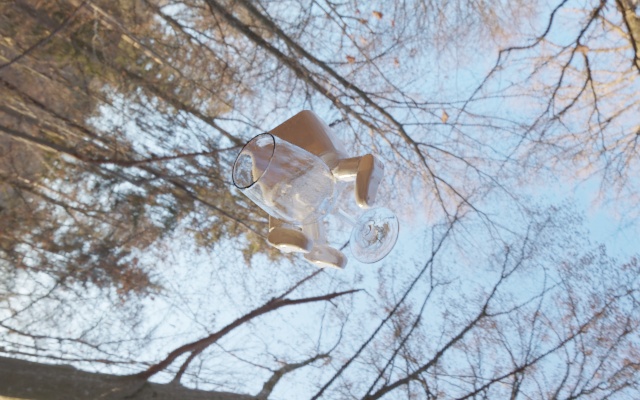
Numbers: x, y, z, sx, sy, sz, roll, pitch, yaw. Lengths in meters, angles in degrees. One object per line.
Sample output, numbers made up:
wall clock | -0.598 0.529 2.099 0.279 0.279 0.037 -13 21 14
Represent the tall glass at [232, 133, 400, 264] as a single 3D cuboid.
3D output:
tall glass | 0.001 0.002 0.522 0.079 0.079 0.201 0 -24 46
